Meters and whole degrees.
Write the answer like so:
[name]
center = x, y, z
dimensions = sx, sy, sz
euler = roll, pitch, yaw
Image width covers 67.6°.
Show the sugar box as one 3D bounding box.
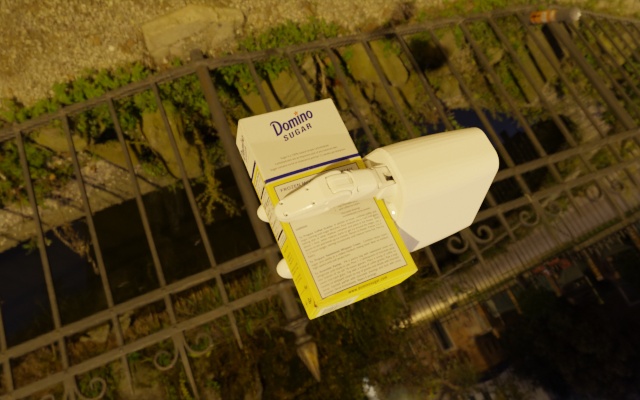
[sugar box]
center = 0.000, 0.002, 0.414
dimensions = 0.093, 0.176, 0.048
euler = -17, -22, -20
